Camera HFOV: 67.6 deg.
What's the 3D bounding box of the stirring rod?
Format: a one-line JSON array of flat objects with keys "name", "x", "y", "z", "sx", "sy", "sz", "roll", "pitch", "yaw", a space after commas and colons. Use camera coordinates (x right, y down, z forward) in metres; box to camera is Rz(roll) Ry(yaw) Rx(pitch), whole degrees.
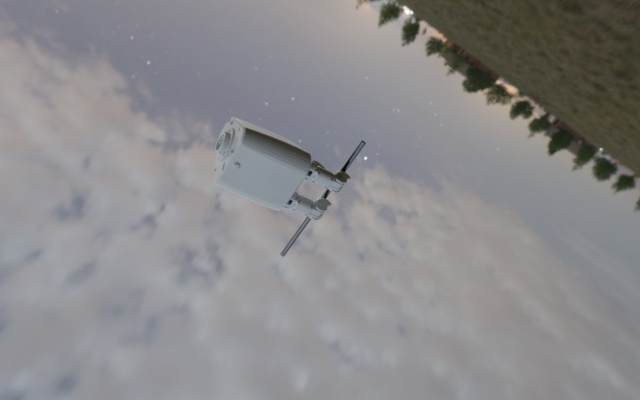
[{"name": "stirring rod", "x": 0.000, "y": 0.002, "z": 0.761, "sx": 0.011, "sy": 0.240, "sz": 0.011, "roll": 29, "pitch": 24, "yaw": -14}]
